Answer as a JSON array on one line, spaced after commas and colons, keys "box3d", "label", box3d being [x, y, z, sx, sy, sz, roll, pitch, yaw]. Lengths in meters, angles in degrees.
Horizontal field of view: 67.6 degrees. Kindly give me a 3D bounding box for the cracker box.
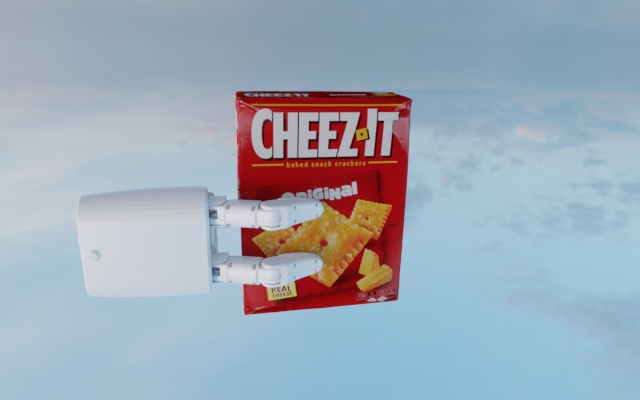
[{"box3d": [0.000, 0.002, 0.480, 0.164, 0.214, 0.072, -2, 18, -10], "label": "cracker box"}]
